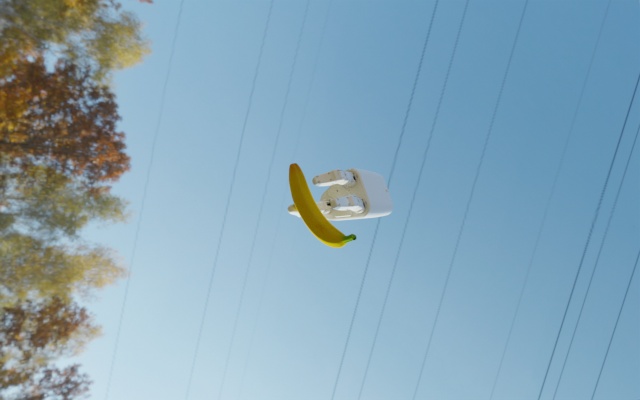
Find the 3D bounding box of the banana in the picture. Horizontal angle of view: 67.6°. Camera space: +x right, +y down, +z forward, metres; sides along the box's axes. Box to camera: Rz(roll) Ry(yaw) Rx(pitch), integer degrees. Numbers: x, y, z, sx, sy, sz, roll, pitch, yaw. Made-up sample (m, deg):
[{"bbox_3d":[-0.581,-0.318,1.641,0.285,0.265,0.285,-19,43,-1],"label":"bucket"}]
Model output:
[{"bbox_3d":[-0.008,0.019,0.853,0.037,0.070,0.197,-1,44,-51],"label":"banana"}]
